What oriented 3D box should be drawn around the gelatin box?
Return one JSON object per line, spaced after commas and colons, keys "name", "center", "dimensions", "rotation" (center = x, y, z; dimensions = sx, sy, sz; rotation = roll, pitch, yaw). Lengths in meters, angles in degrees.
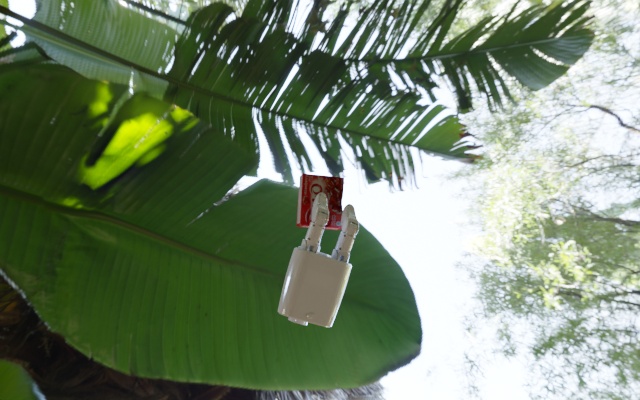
{"name": "gelatin box", "center": [0.000, 0.002, 0.801], "dimensions": [0.073, 0.089, 0.030], "rotation": [5, -8, -14]}
